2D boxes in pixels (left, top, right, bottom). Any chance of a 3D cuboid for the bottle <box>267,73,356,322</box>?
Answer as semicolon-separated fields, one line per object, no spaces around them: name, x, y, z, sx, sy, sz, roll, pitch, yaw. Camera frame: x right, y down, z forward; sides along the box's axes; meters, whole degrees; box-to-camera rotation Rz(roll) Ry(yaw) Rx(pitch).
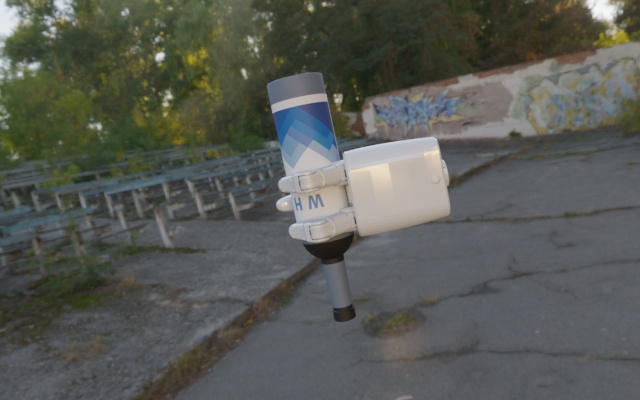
bottle;0.000;0.002;0.574;0.069;0.296;0.069;-12;6;1
